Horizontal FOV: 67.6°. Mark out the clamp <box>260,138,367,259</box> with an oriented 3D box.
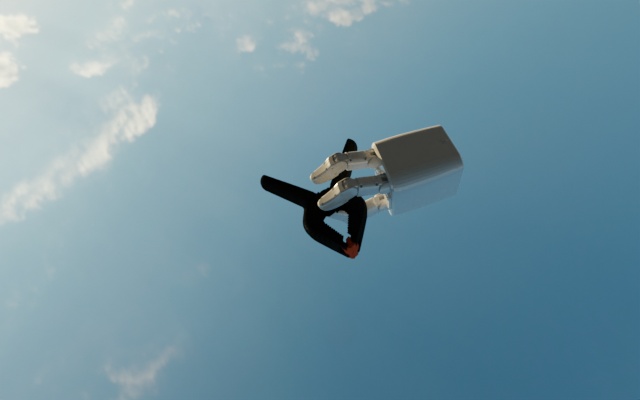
[{"bbox_3d":[0.001,0.003,0.704,0.164,0.209,0.036,-19,-42,2],"label":"clamp"}]
